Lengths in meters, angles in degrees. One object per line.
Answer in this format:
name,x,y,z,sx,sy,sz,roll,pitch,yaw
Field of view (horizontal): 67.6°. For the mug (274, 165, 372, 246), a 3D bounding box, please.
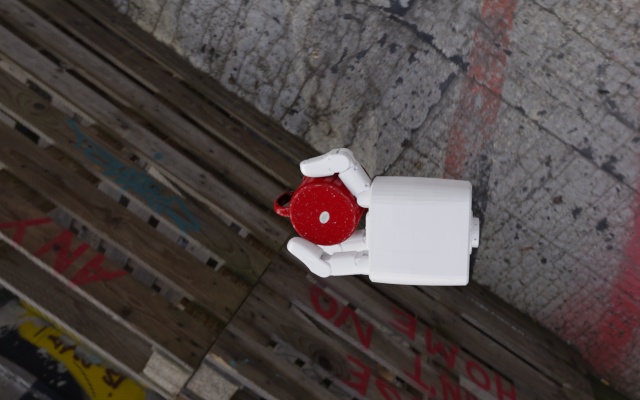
mug,-0.001,0.002,0.575,0.117,0.093,0.081,0,23,15
